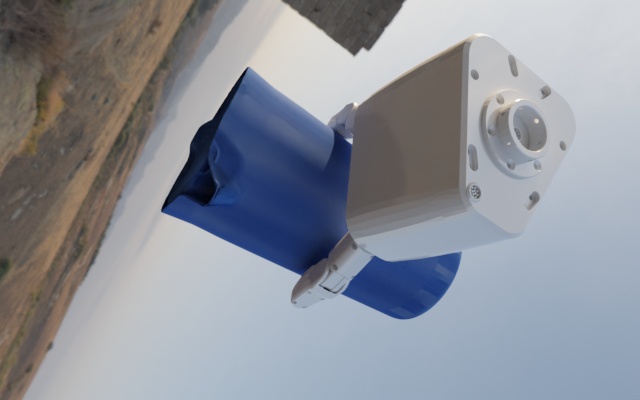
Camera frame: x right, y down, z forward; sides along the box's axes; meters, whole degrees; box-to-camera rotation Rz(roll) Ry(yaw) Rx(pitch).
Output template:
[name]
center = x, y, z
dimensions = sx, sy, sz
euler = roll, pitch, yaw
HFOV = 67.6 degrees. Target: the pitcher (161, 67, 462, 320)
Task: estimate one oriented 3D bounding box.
[pitcher]
center = 0.000, 0.001, 0.423
dimensions = 0.243, 0.149, 0.145
euler = 31, -25, -19
